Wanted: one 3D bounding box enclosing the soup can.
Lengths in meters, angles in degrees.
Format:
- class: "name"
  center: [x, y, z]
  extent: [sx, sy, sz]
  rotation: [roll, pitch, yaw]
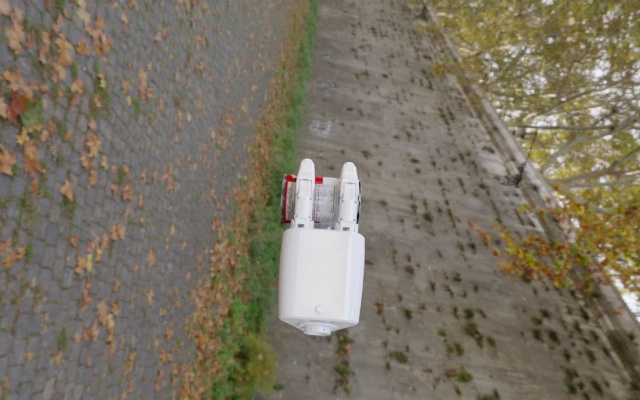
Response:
- class: "soup can"
  center: [0.000, 0.002, 0.637]
  extent: [0.102, 0.068, 0.068]
  rotation: [4, 0, 0]
